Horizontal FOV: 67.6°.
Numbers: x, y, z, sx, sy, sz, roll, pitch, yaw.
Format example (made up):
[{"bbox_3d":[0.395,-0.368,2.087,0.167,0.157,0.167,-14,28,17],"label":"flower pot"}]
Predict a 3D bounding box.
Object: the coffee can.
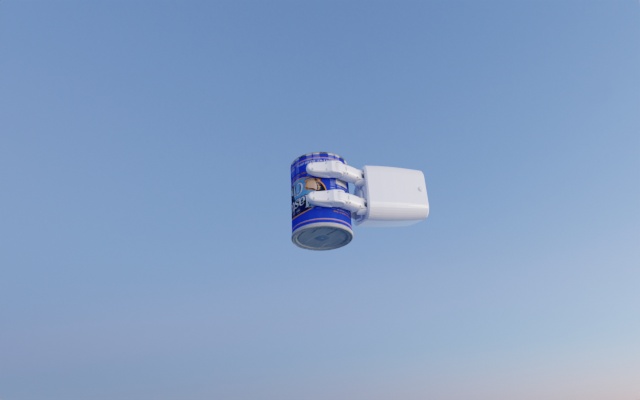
[{"bbox_3d":[0.000,0.003,0.822,0.103,0.140,0.103,-2,-28,-1],"label":"coffee can"}]
